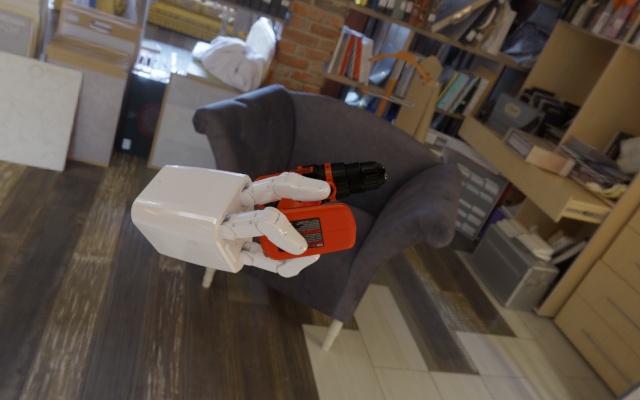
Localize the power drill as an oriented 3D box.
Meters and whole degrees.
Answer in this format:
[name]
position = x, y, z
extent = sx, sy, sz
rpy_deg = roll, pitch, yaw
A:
[power drill]
position = 0.000, 0.002, 0.591
extent = 0.184, 0.057, 0.187
rpy_deg = -11, 19, 4
